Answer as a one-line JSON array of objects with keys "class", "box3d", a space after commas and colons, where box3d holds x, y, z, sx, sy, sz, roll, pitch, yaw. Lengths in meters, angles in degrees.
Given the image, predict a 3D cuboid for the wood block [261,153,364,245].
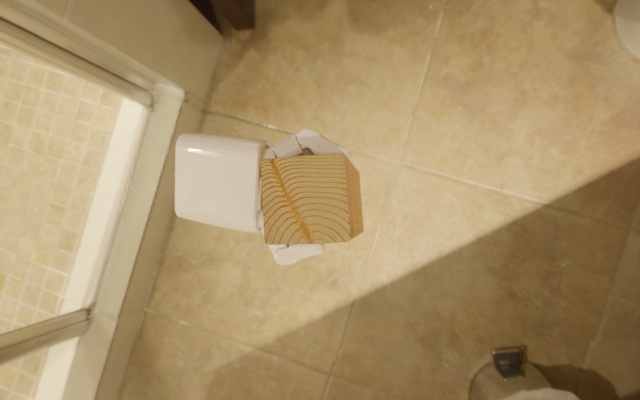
[{"class": "wood block", "box3d": [0.000, 0.002, 0.580, 0.090, 0.091, 0.206, -3, -2, 9]}]
